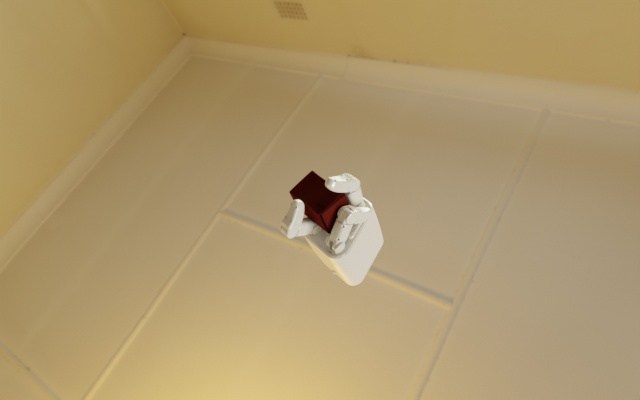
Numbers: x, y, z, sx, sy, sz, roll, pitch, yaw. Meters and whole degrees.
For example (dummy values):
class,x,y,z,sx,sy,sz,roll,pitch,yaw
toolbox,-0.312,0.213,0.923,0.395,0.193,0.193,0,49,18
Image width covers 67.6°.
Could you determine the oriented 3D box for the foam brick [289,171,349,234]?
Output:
class,x,y,z,sx,sy,sz,roll,pitch,yaw
foam brick,0.000,0.002,0.733,0.078,0.053,0.051,38,-17,38
